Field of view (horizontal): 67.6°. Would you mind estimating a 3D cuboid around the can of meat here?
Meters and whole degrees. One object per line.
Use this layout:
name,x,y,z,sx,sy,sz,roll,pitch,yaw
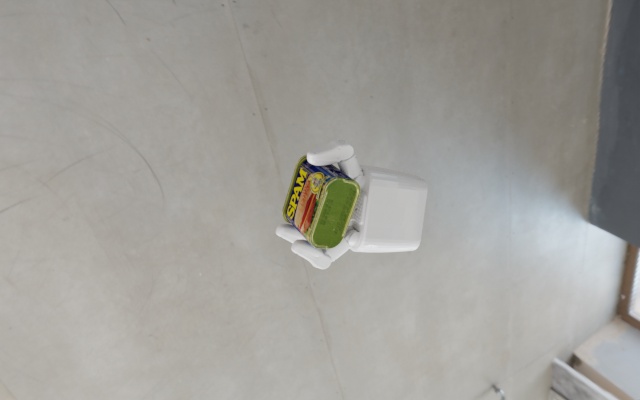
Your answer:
can of meat,0.000,0.002,0.621,0.057,0.102,0.084,8,19,-32
